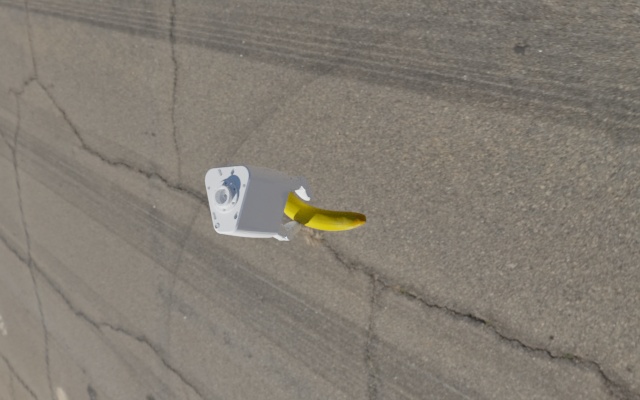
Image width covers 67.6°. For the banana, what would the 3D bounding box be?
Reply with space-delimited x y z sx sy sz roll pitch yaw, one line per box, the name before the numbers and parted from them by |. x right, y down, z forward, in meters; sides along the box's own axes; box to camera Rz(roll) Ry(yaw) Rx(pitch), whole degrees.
banana | -0.012 0.017 0.882 0.197 0.069 0.037 27 -13 27
